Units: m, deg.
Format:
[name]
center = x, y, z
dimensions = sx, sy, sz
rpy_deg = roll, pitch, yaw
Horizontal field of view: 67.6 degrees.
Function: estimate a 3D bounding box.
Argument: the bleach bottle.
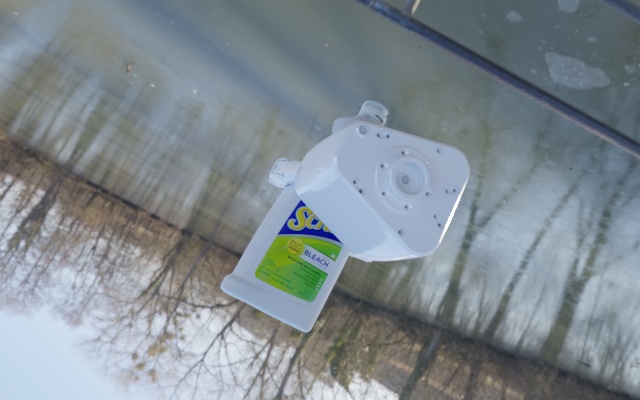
[bleach bottle]
center = 0.000, 0.002, 0.502
dimensions = 0.102, 0.250, 0.068
rpy_deg = 29, -13, -11
